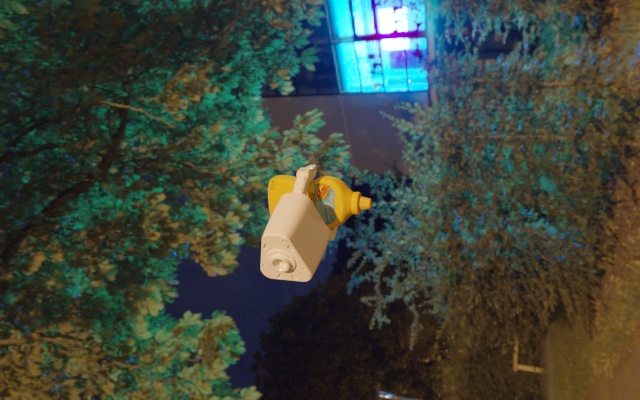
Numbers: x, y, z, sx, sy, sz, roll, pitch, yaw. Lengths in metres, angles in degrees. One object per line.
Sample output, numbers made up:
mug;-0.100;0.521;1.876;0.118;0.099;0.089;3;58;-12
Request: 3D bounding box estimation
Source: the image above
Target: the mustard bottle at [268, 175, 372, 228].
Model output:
mustard bottle;0.000;0.003;0.891;0.191;0.096;0.058;2;15;19
